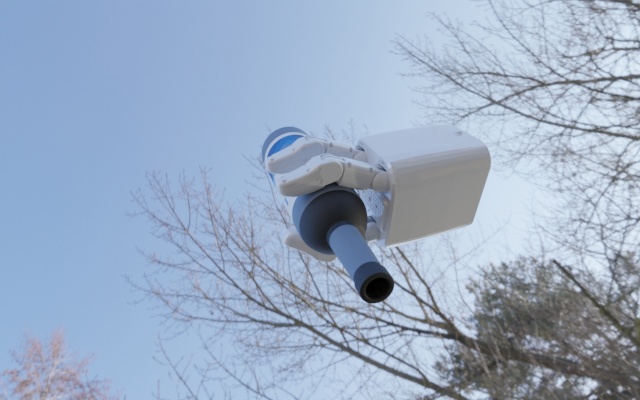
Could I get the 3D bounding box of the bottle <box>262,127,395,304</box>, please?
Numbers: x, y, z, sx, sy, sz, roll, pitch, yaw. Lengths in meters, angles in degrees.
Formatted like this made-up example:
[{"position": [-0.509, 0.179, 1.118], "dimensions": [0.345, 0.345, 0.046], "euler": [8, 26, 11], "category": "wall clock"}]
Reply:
[{"position": [0.000, 0.001, 0.471], "dimensions": [0.069, 0.069, 0.295], "euler": [0, 25, -18], "category": "bottle"}]
